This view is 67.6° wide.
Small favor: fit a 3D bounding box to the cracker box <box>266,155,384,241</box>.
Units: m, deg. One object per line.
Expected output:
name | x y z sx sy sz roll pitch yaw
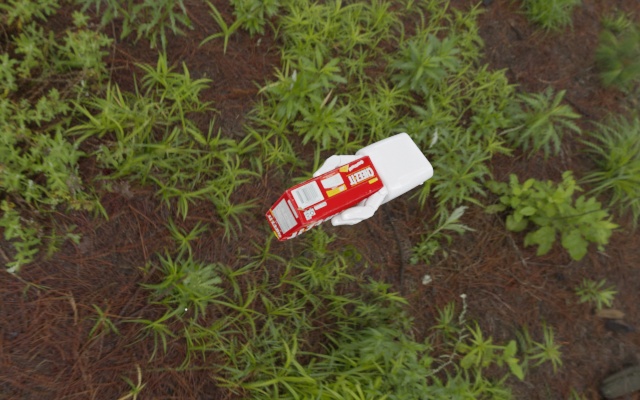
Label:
cracker box | 0.000 0.003 0.887 0.164 0.072 0.214 -25 -5 -19
